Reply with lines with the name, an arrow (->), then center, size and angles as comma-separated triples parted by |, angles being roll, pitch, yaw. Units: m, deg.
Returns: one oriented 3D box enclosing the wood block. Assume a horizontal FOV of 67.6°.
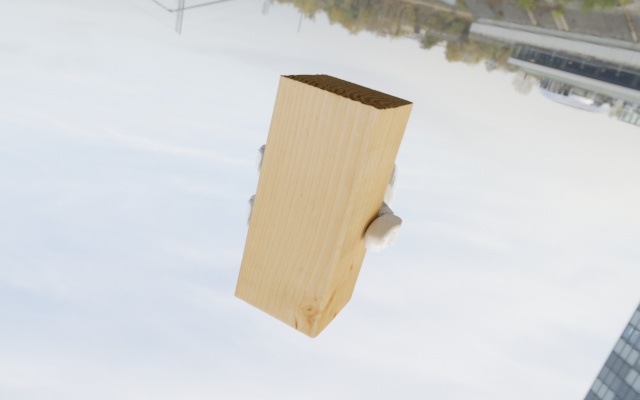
wood block -> 0.000, 0.002, 0.428 | 0.091, 0.206, 0.090 | 23, 23, 20
